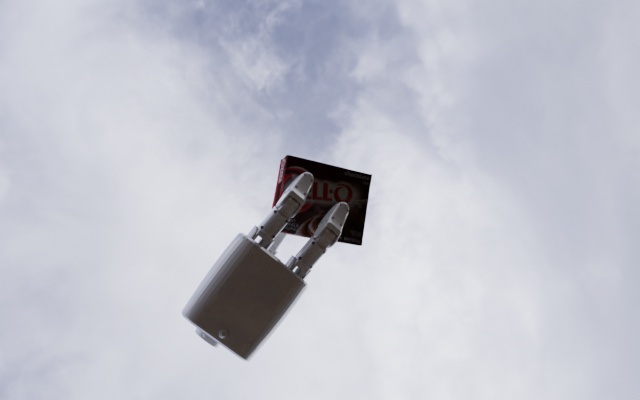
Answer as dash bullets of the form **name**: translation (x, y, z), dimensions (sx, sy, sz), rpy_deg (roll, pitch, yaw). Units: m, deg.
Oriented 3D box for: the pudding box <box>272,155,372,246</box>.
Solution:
- **pudding box**: translation (0.000, 0.002, 0.577), dimensions (0.113, 0.090, 0.039), rpy_deg (12, -8, -20)
